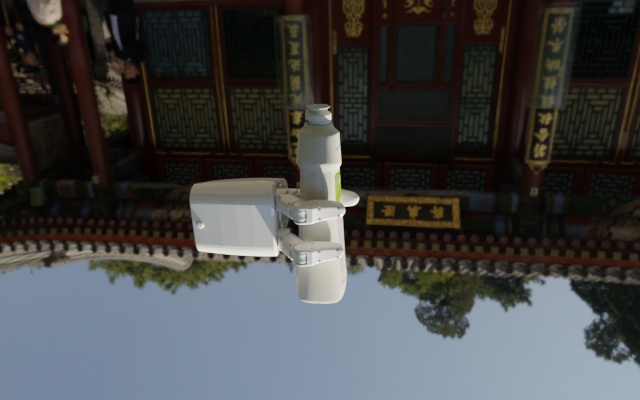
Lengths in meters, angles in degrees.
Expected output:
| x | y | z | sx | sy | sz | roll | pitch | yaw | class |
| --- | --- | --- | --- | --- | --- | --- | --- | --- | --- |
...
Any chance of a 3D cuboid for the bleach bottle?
| x | y | z | sx | sy | sz | roll | pitch | yaw | class |
| --- | --- | --- | --- | --- | --- | --- | --- | --- | --- |
| 0.000 | 0.002 | 0.616 | 0.068 | 0.251 | 0.102 | 1 | 22 | 4 | bleach bottle |
